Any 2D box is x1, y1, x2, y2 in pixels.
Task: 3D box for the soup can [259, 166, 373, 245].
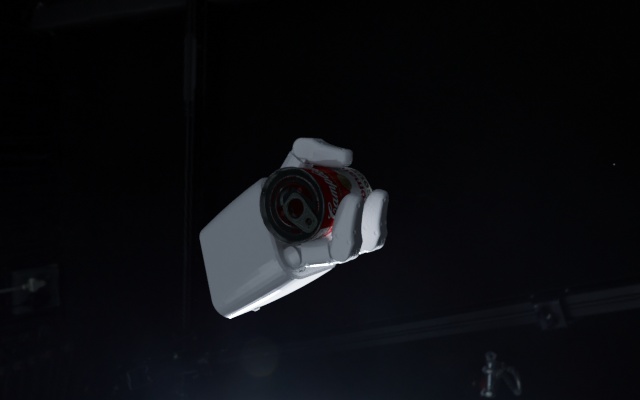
[{"bbox_3d":[0.001,0.001,0.455,0.068,0.068,0.102,0,4,31],"label":"soup can"}]
